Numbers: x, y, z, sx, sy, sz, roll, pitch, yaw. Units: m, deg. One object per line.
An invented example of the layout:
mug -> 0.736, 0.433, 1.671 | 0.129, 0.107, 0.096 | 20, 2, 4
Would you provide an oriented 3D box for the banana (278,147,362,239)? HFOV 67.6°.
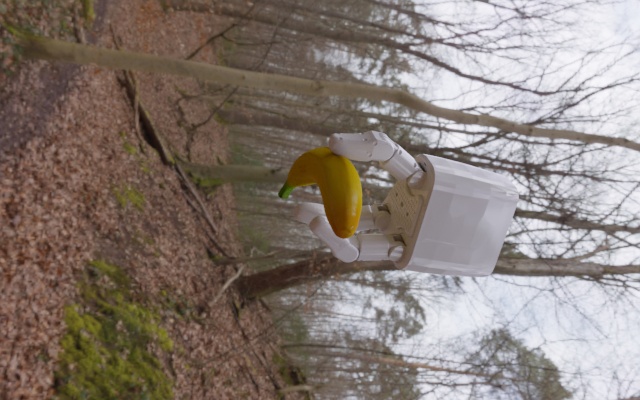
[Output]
banana -> 0.004, -0.017, 0.460 | 0.037, 0.069, 0.197 | 15, 5, -19
